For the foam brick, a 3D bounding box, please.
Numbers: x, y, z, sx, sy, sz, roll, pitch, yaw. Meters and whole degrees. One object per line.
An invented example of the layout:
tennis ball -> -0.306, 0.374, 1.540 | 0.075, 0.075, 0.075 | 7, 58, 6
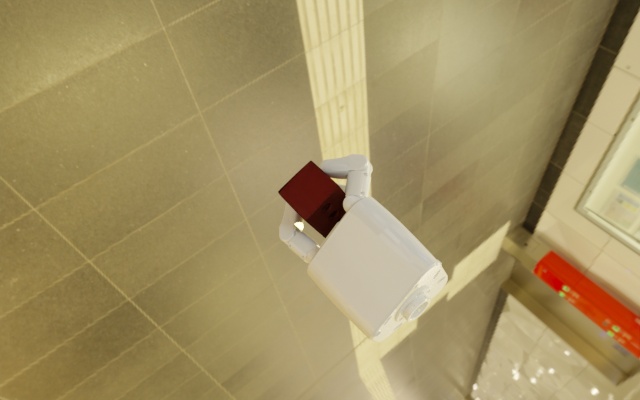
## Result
foam brick -> 0.000, 0.002, 0.542 | 0.051, 0.053, 0.078 | 45, 0, 31
